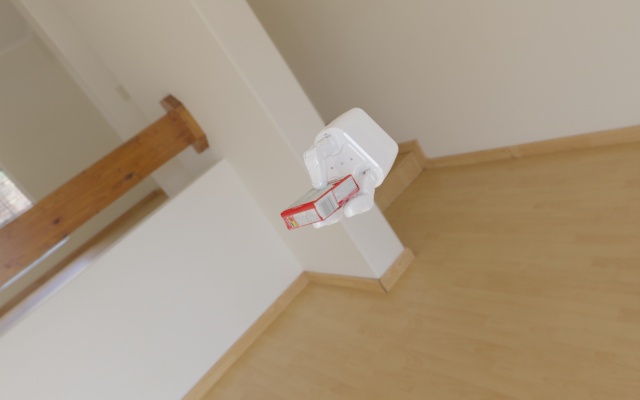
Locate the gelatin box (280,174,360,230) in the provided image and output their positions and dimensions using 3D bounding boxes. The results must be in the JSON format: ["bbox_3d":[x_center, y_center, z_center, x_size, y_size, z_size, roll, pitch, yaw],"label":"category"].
[{"bbox_3d":[0.000,0.002,0.647,0.073,0.030,0.089,-17,16,47],"label":"gelatin box"}]
